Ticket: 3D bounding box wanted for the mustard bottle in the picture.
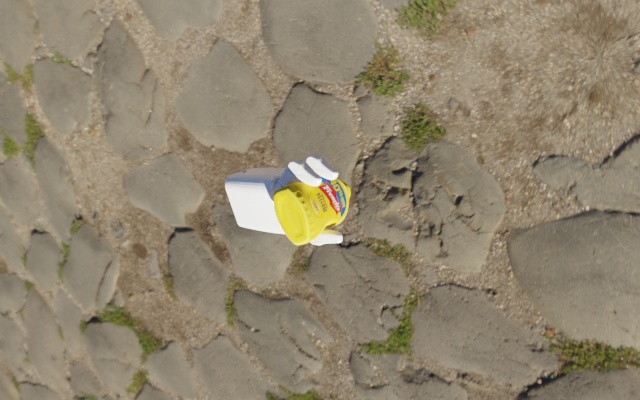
[{"bbox_3d":[0.000,0.003,0.823,0.058,0.096,0.191,-23,2,34],"label":"mustard bottle"}]
